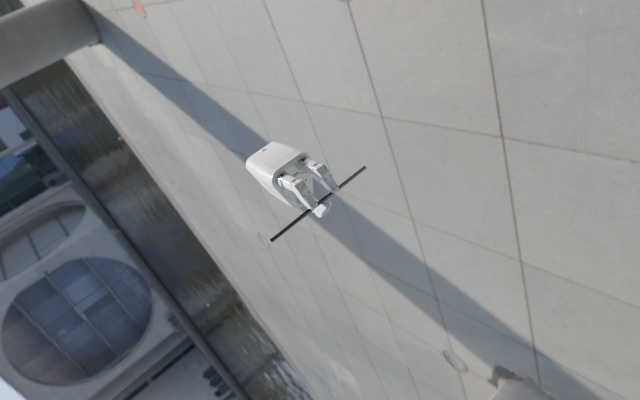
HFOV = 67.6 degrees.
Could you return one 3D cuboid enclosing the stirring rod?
[{"bbox_3d":[0.000,0.003,0.892,0.239,0.011,0.011,-38,17,-23],"label":"stirring rod"}]
